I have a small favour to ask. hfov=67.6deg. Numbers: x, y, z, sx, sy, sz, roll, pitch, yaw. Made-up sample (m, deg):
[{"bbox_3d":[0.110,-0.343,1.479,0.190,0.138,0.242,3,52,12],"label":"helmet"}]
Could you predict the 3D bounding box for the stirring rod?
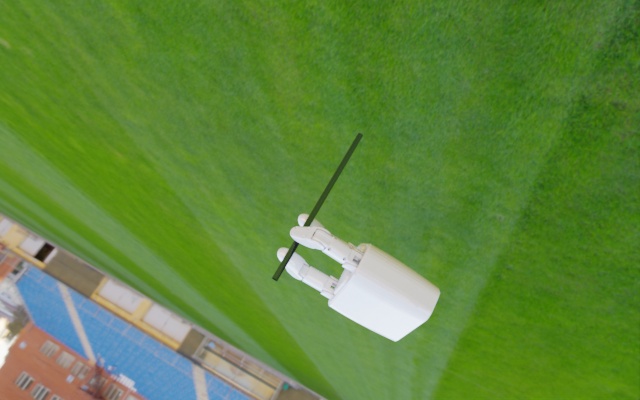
[{"bbox_3d":[0.000,0.002,0.637,0.011,0.239,0.011,26,-22,12],"label":"stirring rod"}]
